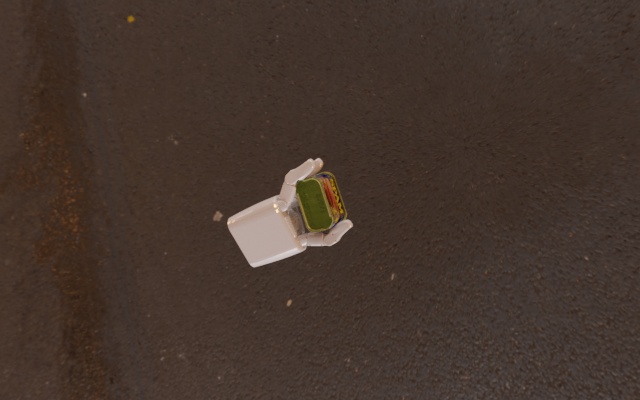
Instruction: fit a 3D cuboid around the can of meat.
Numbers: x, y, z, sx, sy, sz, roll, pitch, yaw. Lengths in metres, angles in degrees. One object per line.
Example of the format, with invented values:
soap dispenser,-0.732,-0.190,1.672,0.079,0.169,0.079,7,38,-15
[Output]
can of meat,0.000,0.003,0.859,0.057,0.102,0.084,-18,1,19
